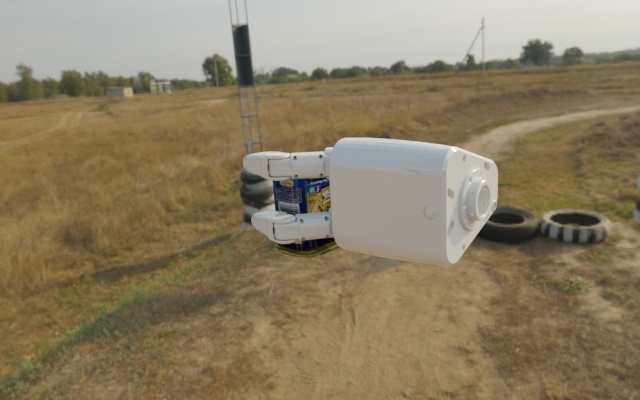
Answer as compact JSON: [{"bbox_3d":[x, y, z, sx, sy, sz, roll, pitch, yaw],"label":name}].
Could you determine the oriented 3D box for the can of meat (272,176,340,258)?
[{"bbox_3d":[0.000,0.001,0.480,0.057,0.084,0.102,10,19,43],"label":"can of meat"}]
